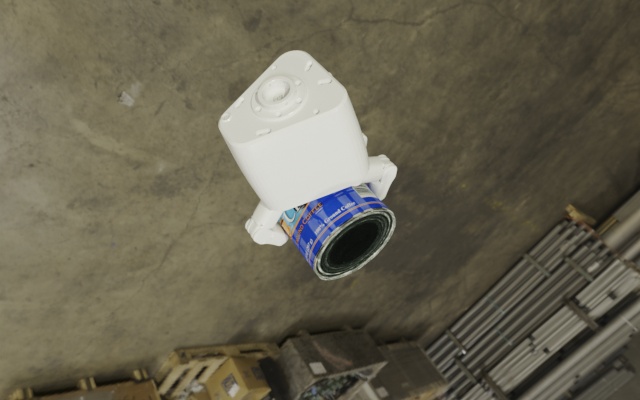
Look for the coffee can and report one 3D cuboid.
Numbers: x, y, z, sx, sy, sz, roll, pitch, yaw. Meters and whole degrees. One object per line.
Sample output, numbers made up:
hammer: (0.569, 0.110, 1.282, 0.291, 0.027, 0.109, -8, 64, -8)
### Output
coffee can: (0.000, 0.002, 0.529, 0.103, 0.103, 0.140, 0, 41, -45)
